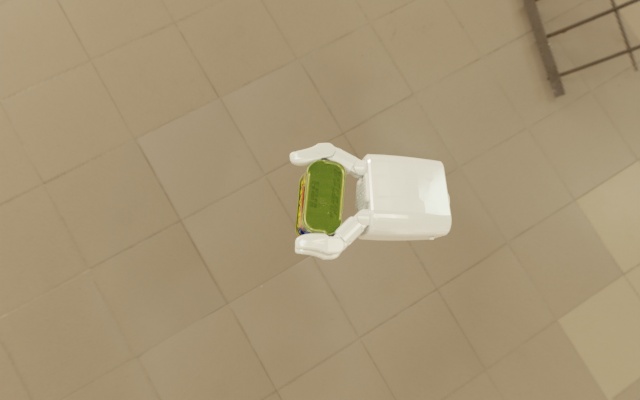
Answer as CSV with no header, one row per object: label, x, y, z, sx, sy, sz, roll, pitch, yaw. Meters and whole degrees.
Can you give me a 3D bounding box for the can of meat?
can of meat,0.000,0.002,0.642,0.057,0.102,0.084,6,-11,-6
